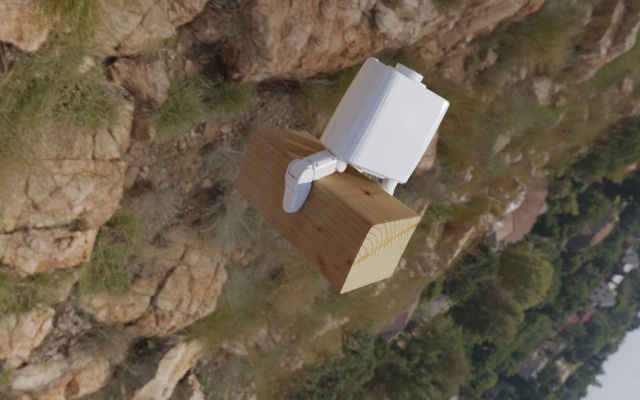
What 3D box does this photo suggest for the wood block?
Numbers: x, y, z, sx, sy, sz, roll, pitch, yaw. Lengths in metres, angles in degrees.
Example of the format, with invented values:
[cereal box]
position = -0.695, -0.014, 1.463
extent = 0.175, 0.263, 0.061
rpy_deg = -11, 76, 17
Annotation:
[wood block]
position = 0.000, 0.002, 0.566
extent = 0.091, 0.090, 0.206
rpy_deg = -7, 38, -45
